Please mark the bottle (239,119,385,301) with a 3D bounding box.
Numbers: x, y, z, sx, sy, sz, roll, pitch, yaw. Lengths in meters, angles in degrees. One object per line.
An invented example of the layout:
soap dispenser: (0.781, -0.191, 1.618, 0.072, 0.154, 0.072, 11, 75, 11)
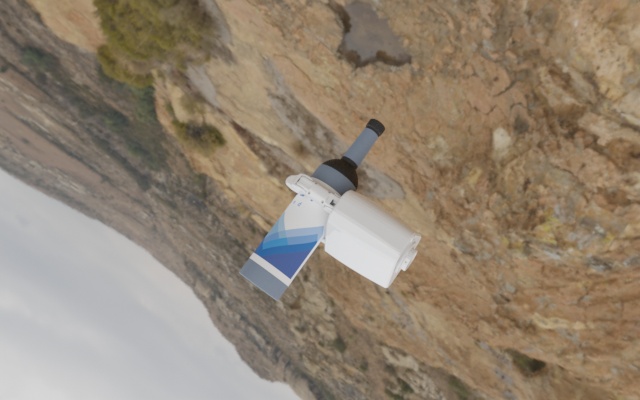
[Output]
bottle: (0.000, 0.002, 0.684, 0.069, 0.295, 0.069, 35, -12, 8)
